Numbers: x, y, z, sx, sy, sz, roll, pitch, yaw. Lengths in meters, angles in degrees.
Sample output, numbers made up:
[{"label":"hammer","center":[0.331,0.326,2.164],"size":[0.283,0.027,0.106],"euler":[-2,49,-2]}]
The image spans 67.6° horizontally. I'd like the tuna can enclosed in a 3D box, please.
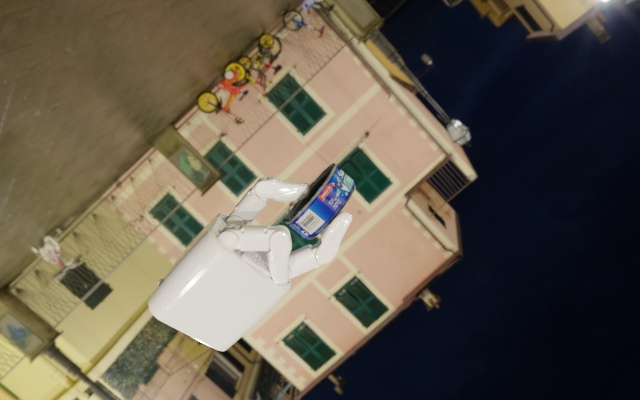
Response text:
[{"label":"tuna can","center":[0.001,0.002,0.531],"size":[0.034,0.086,0.086],"euler":[40,-7,-9]}]
